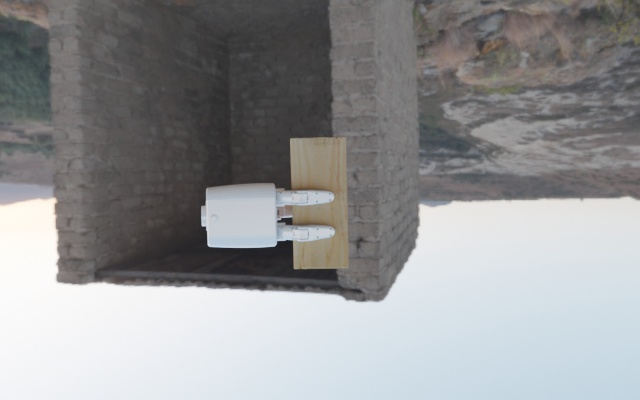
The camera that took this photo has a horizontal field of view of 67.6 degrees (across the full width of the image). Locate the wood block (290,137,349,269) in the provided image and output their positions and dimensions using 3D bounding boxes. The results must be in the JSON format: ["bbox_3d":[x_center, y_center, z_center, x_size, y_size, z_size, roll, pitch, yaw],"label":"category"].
[{"bbox_3d":[0.000,0.003,0.790,0.090,0.206,0.091,-1,3,1],"label":"wood block"}]
